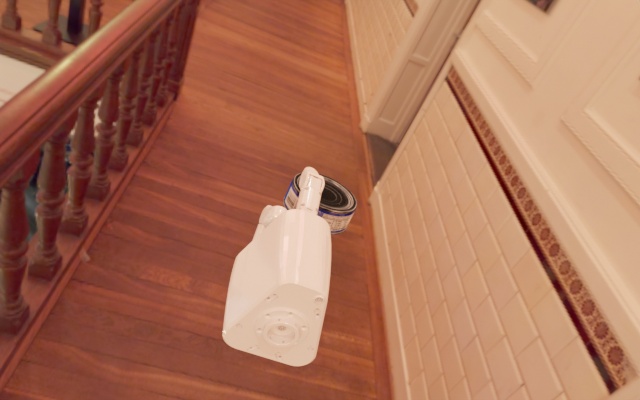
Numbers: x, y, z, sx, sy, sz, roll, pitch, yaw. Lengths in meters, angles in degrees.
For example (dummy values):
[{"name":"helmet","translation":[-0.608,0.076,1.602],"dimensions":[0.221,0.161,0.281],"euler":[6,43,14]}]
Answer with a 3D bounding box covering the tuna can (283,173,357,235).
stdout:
[{"name":"tuna can","translation":[0.000,0.001,0.579],"dimensions":[0.086,0.034,0.086],"euler":[20,28,-11]}]
